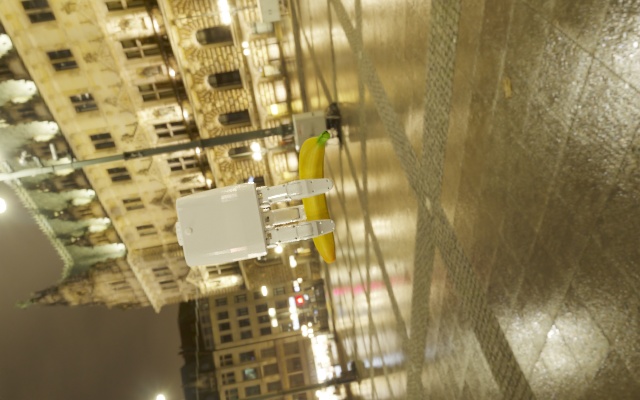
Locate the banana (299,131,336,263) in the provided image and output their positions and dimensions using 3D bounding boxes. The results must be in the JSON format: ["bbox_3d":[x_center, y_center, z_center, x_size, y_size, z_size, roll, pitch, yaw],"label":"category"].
[{"bbox_3d":[-0.006,-0.007,0.690,0.037,0.198,0.069,-11,22,-14],"label":"banana"}]
